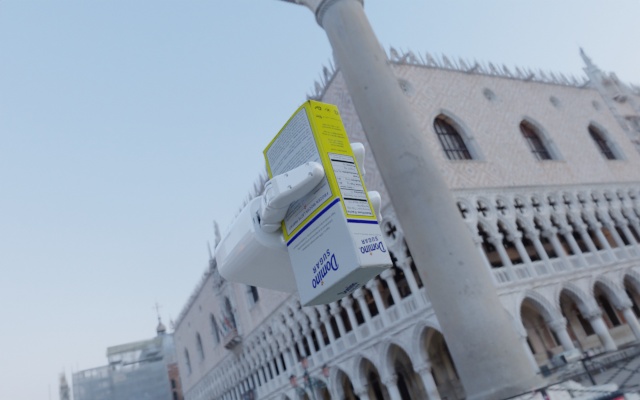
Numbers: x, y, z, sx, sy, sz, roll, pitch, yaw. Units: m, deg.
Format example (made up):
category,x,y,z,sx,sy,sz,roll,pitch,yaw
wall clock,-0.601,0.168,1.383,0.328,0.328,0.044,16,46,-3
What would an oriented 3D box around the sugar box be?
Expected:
category,x,y,z,sx,sy,sz,roll,pitch,yaw
sugar box,0.000,0.001,0.457,0.048,0.176,0.093,2,-31,-38
